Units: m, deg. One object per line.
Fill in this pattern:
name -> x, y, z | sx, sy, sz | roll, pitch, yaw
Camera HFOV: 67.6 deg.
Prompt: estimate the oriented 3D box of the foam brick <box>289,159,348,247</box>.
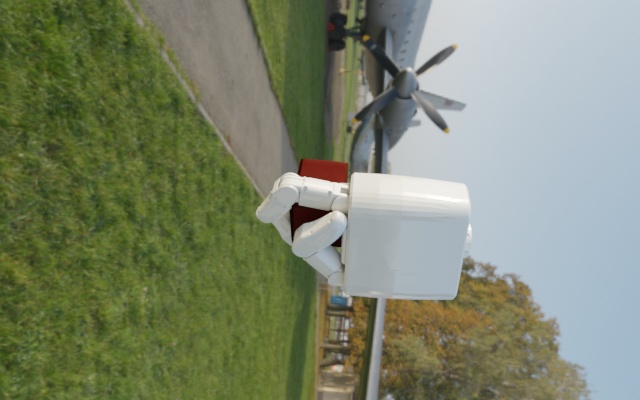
foam brick -> 0.000, 0.001, 0.487 | 0.051, 0.053, 0.078 | 4, 41, 5
